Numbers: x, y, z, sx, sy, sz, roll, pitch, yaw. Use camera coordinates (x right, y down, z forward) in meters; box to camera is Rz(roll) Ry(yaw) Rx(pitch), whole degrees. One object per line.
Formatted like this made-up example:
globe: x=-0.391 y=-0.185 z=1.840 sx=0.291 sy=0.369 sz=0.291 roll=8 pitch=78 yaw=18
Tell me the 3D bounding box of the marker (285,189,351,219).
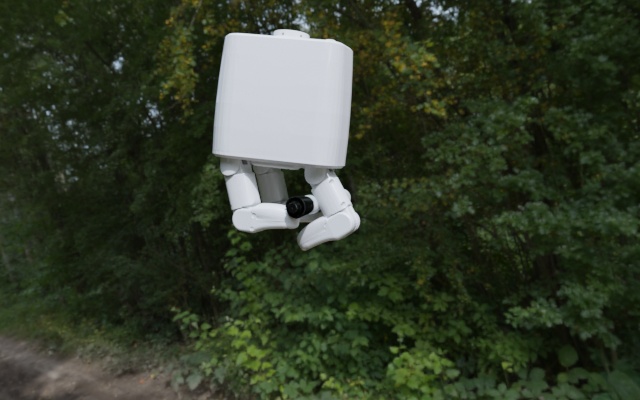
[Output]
marker: x=0.000 y=0.002 z=0.446 sx=0.020 sy=0.020 sz=0.121 roll=0 pitch=4 yaw=23
